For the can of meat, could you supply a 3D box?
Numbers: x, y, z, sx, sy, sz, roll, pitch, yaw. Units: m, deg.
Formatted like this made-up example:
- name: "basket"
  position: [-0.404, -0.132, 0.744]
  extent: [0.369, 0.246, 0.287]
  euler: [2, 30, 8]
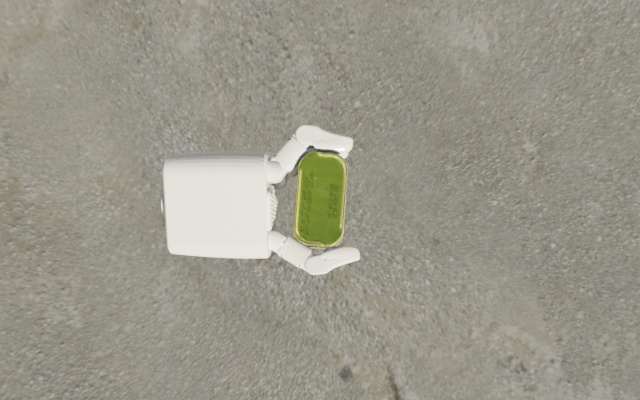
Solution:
- name: "can of meat"
  position: [0.000, 0.002, 0.518]
  extent: [0.057, 0.102, 0.084]
  euler: [4, -5, 1]
